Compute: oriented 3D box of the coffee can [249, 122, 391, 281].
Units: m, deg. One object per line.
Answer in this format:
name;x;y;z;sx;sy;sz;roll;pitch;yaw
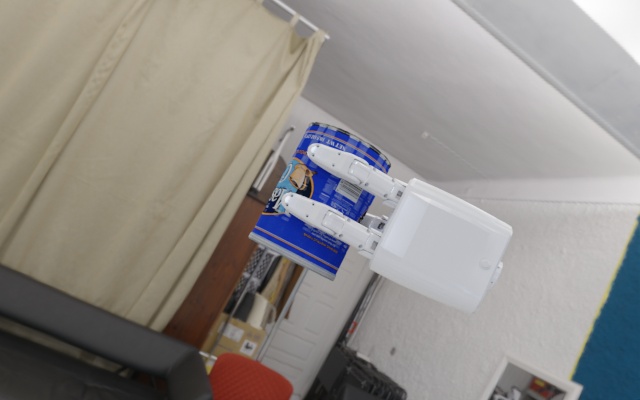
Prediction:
coffee can;0.000;0.002;0.519;0.103;0.140;0.103;27;-7;4
